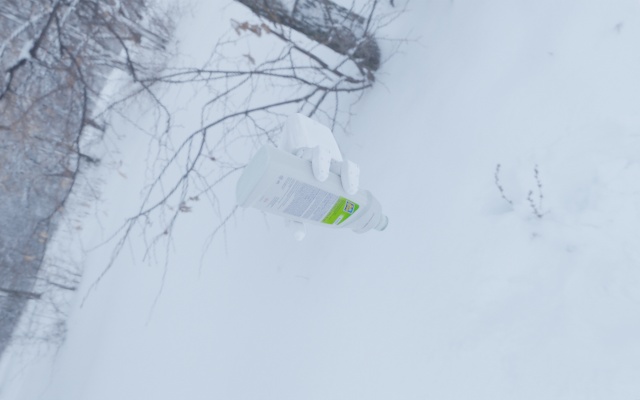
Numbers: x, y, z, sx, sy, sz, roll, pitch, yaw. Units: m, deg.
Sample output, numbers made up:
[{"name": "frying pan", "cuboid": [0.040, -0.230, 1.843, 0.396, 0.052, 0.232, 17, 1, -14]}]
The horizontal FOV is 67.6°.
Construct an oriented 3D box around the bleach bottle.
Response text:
[{"name": "bleach bottle", "cuboid": [0.000, 0.002, 0.754, 0.251, 0.103, 0.068, 23, 32, -29]}]
